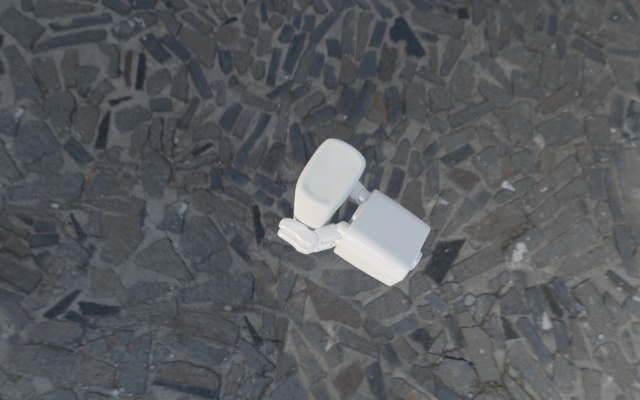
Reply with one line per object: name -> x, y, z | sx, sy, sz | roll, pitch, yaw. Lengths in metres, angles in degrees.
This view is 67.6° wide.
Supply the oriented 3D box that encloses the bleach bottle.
bleach bottle -> 0.000, 0.002, 0.733 | 0.068, 0.102, 0.251 | 33, -18, 4
